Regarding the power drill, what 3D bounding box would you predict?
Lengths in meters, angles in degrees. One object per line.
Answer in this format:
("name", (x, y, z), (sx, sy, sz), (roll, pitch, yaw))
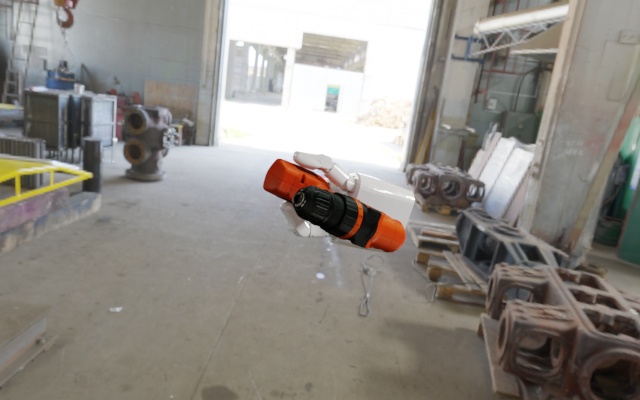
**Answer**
("power drill", (0.000, 0.002, 0.635), (0.184, 0.057, 0.187), (25, 5, -41))
